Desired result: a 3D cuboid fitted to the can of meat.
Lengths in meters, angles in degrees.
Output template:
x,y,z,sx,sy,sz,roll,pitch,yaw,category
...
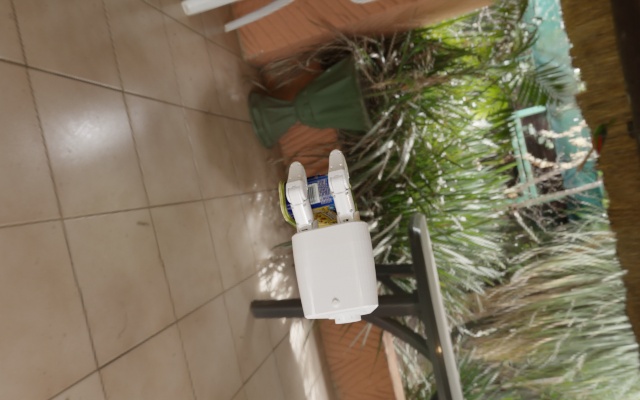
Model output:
x,y,z,sx,sy,sz,roll,pitch,yaw,category
0.000,0.002,0.662,0.084,0.057,0.102,-12,-21,13,can of meat
